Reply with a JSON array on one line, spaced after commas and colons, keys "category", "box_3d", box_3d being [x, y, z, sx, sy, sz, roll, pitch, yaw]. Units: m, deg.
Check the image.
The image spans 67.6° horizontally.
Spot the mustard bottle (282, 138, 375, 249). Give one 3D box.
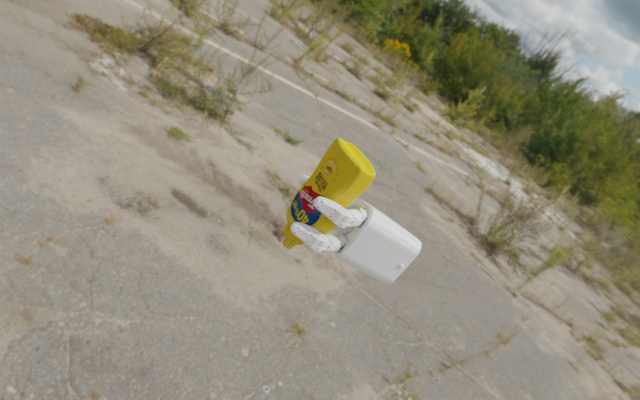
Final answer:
[{"category": "mustard bottle", "box_3d": [0.000, 0.002, 0.743, 0.058, 0.192, 0.096, 19, 27, -39]}]
